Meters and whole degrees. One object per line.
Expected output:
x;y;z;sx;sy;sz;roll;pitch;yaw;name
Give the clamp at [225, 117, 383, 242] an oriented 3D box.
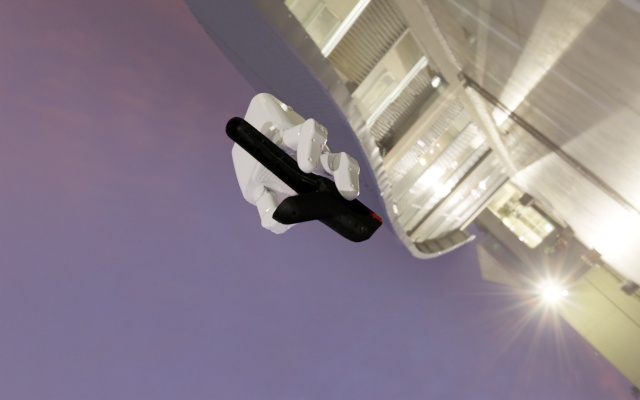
0.000;0.002;0.504;0.210;0.036;0.164;31;18;-35;clamp
